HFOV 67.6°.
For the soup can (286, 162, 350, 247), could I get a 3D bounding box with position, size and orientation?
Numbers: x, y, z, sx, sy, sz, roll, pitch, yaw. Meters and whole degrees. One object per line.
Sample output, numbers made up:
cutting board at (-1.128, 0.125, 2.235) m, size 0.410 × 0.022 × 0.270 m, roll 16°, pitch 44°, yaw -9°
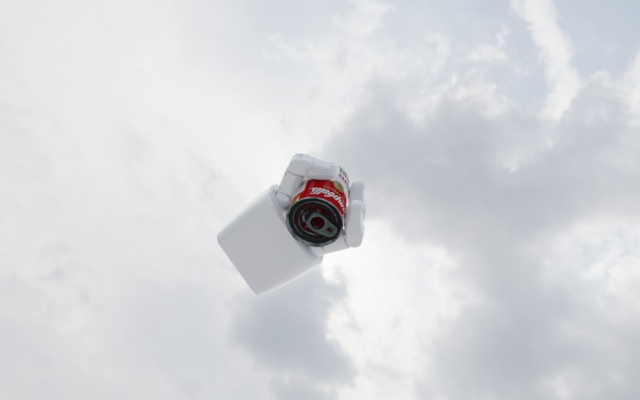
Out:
soup can at (0.000, 0.001, 0.597) m, size 0.068 × 0.068 × 0.102 m, roll 0°, pitch 29°, yaw 10°
